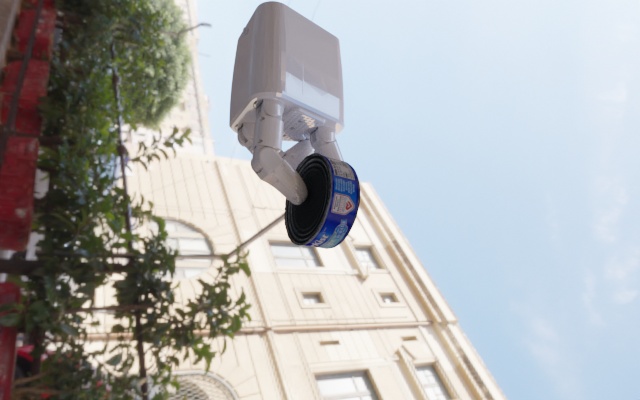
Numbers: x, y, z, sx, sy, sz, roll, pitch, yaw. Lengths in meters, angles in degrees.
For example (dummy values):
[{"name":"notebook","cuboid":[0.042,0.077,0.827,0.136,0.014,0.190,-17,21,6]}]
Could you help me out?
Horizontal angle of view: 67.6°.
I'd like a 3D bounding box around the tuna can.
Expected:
[{"name":"tuna can","cuboid":[0.001,0.002,0.443,0.034,0.086,0.086,13,-6,-28]}]
